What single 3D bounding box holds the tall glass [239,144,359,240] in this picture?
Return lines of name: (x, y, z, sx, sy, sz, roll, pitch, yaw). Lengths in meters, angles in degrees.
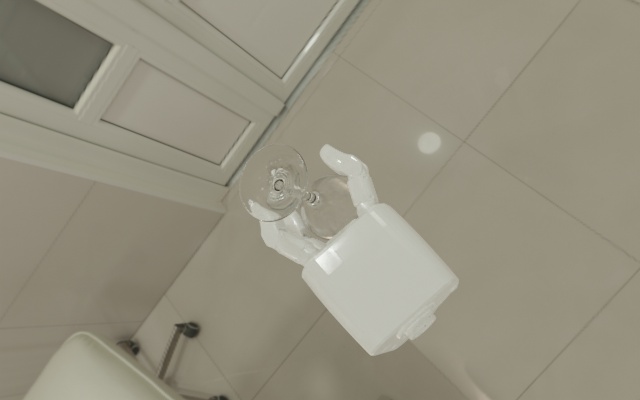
tall glass: (0.000, 0.001, 0.527, 0.079, 0.079, 0.201, 0, -10, 27)
